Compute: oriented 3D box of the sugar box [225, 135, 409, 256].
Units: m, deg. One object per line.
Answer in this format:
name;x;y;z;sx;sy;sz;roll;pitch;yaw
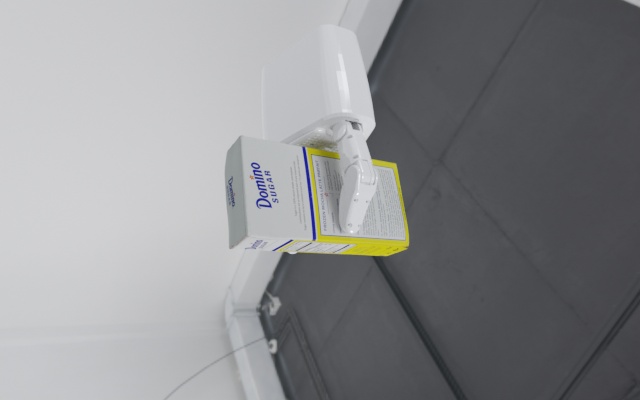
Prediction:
sugar box;0.000;0.002;0.449;0.176;0.093;0.048;6;-24;-30
